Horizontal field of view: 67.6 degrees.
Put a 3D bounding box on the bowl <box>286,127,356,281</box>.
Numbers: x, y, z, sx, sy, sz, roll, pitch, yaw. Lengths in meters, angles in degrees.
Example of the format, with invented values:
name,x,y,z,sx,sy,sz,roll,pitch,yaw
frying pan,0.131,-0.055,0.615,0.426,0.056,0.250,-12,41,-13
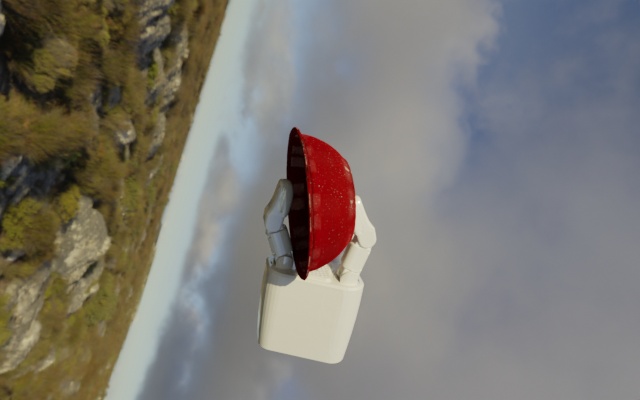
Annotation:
name,x,y,z,sx,sy,sz,roll,pitch,yaw
bowl,0.001,0.001,0.510,0.055,0.162,0.162,-4,1,-11
